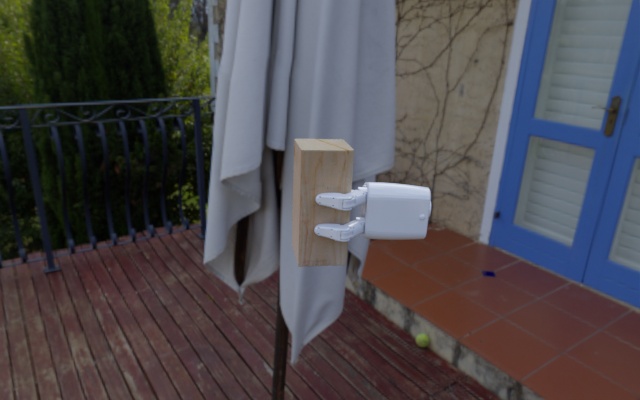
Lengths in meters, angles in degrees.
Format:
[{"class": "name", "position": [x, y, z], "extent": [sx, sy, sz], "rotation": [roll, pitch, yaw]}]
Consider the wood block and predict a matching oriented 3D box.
[{"class": "wood block", "position": [0.000, 0.003, 0.836], "extent": [0.090, 0.206, 0.090], "rotation": [-1, 19, -10]}]
